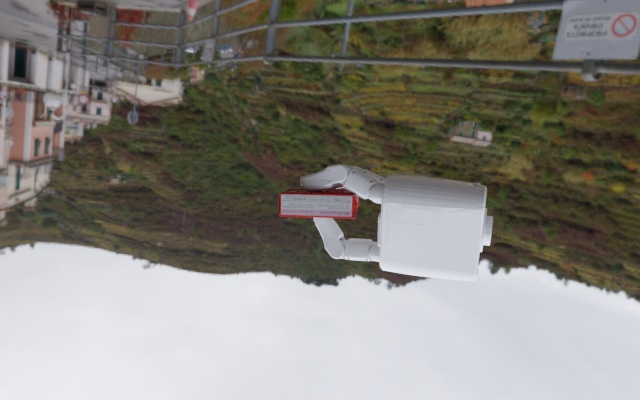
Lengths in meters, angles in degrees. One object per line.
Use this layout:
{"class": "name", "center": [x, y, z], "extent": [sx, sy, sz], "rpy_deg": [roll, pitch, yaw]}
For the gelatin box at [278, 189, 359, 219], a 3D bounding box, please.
{"class": "gelatin box", "center": [0.000, 0.002, 0.566], "extent": [0.089, 0.030, 0.073], "rpy_deg": [1, 5, 6]}
